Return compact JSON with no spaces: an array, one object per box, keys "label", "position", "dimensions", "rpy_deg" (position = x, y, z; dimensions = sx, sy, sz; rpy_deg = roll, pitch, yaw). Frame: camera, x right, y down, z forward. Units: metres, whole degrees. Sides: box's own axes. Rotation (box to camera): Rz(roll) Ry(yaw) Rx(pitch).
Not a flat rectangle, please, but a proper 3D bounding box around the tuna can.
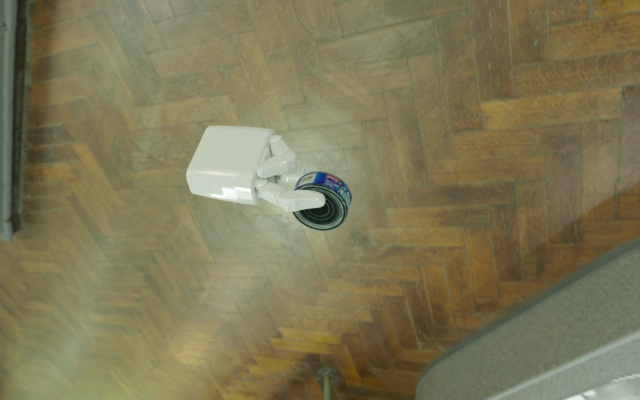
[{"label":"tuna can","position":[0.000,0.003,0.684],"dimensions":[0.086,0.086,0.033],"rpy_deg":[0,38,17]}]
